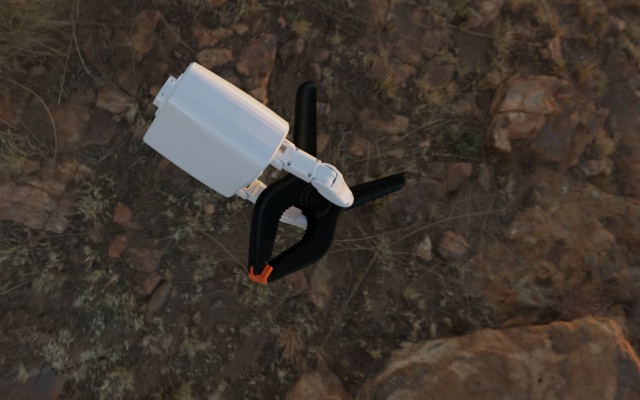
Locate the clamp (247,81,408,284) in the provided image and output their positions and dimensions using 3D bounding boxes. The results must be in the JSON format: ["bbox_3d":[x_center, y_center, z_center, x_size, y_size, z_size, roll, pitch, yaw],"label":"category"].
[{"bbox_3d":[0.000,0.002,0.506,0.164,0.210,0.036,34,-17,-21],"label":"clamp"}]
